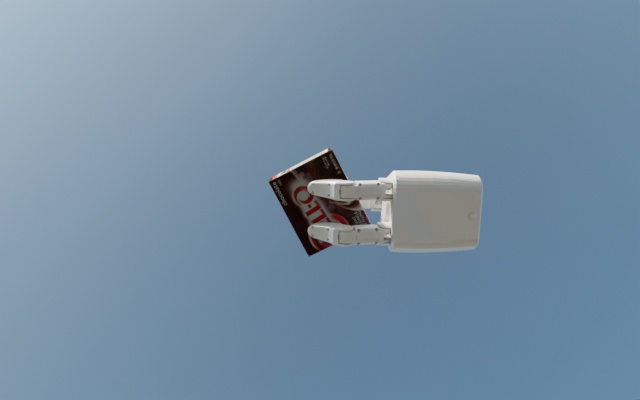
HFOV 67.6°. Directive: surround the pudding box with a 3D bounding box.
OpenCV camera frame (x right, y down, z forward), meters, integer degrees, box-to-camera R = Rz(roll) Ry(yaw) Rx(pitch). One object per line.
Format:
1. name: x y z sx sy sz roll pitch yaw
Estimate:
1. pudding box: 0.000 0.002 0.608 0.090 0.113 0.039 -27 8 6
